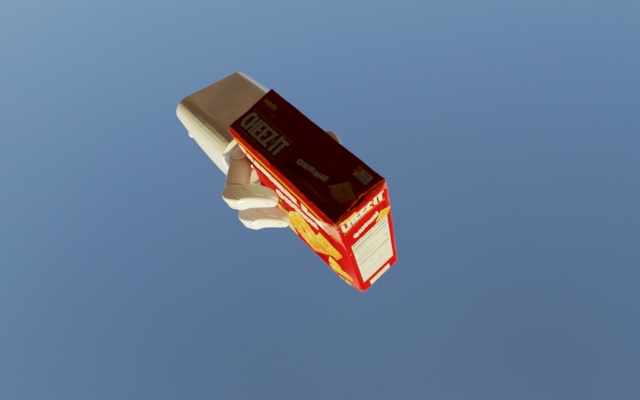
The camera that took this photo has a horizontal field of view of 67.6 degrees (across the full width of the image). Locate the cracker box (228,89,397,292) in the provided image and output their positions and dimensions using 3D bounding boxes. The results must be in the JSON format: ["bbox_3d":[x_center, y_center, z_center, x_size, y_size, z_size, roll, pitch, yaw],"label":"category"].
[{"bbox_3d":[0.000,0.002,0.537,0.164,0.072,0.214,42,-12,26],"label":"cracker box"}]
